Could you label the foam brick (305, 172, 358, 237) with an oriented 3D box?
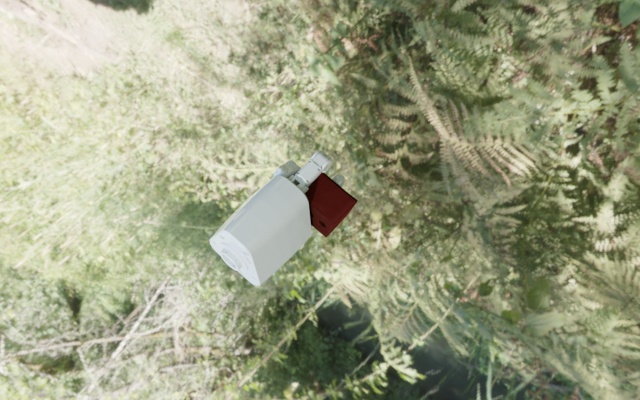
[{"bbox_3d":[0.000,0.002,0.652,0.078,0.051,0.053,40,-27,8],"label":"foam brick"}]
